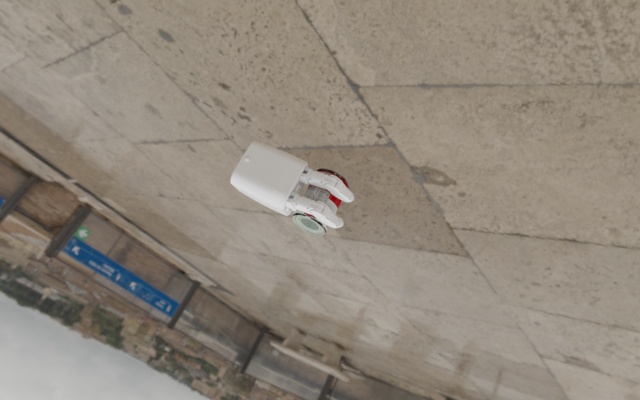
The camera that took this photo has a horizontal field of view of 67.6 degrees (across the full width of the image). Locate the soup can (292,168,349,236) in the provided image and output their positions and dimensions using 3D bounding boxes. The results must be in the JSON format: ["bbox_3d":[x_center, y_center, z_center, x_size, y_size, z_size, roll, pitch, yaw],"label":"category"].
[{"bbox_3d":[0.000,0.003,0.853,0.068,0.102,0.068,22,-25,11],"label":"soup can"}]
